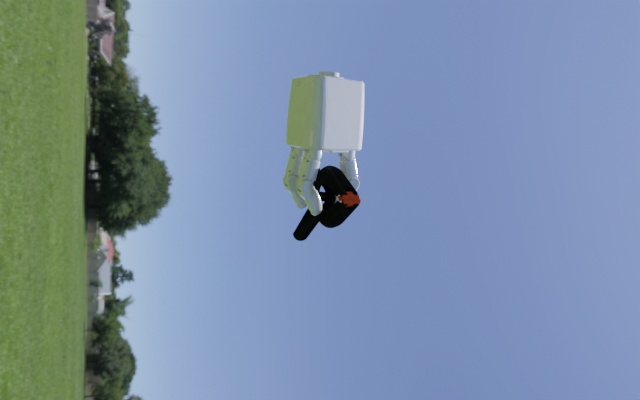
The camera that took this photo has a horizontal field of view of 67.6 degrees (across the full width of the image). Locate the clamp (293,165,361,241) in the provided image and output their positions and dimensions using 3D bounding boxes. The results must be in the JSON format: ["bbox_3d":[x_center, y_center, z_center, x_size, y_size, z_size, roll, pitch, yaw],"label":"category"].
[{"bbox_3d":[0.001,0.002,0.760,0.036,0.164,0.210,-2,11,-25],"label":"clamp"}]
